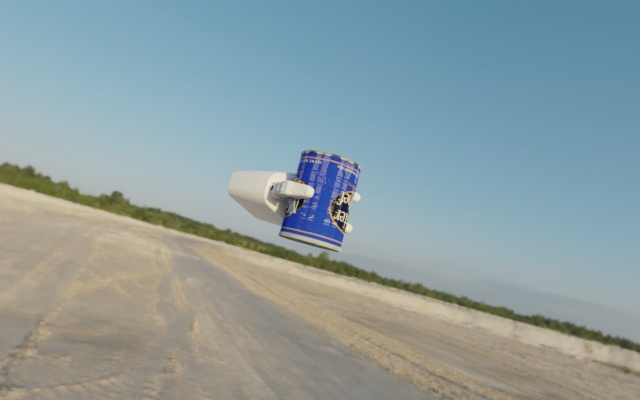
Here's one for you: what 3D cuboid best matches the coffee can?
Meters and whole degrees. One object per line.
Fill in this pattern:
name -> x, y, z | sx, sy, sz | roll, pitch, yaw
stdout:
coffee can -> 0.000, 0.003, 0.768 | 0.103, 0.140, 0.103 | 15, -8, 2
